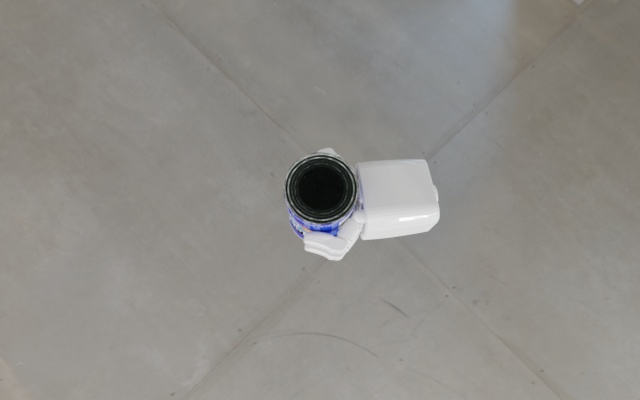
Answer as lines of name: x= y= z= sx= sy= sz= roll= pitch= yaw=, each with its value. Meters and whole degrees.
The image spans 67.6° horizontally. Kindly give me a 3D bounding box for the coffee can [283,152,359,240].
coffee can: x=0.000 y=0.002 z=0.707 sx=0.103 sy=0.102 sz=0.140 roll=0 pitch=-16 yaw=-1
